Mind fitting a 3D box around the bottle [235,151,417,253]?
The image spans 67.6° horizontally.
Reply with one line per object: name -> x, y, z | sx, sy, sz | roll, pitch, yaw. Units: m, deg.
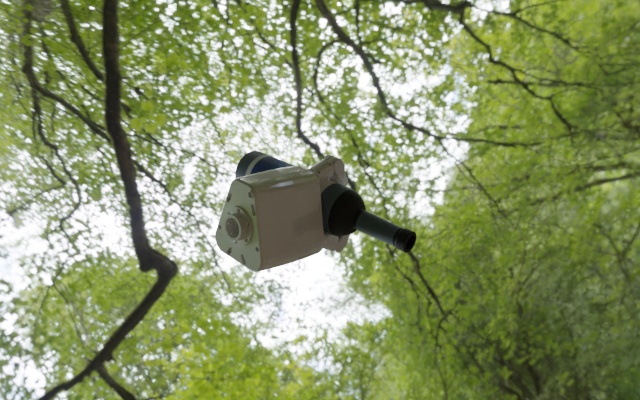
bottle -> 0.000, 0.002, 0.659 | 0.295, 0.069, 0.069 | 24, 15, 37
